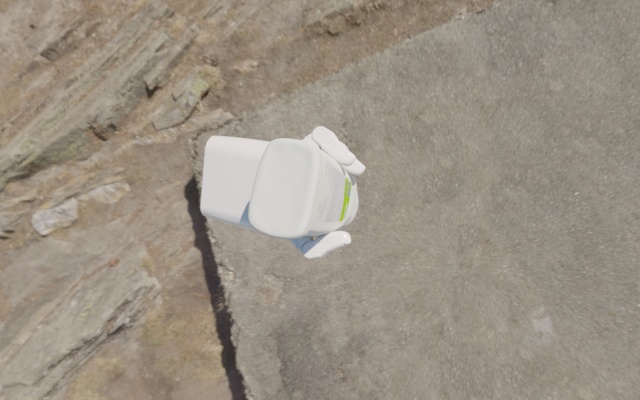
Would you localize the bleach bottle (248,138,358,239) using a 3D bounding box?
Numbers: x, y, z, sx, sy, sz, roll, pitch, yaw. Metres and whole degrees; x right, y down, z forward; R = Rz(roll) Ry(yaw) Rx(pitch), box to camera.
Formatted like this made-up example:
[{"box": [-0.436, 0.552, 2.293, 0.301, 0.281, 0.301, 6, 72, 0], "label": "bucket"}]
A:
[{"box": [0.000, 0.002, 0.580, 0.068, 0.102, 0.251, 11, -4, 18], "label": "bleach bottle"}]
